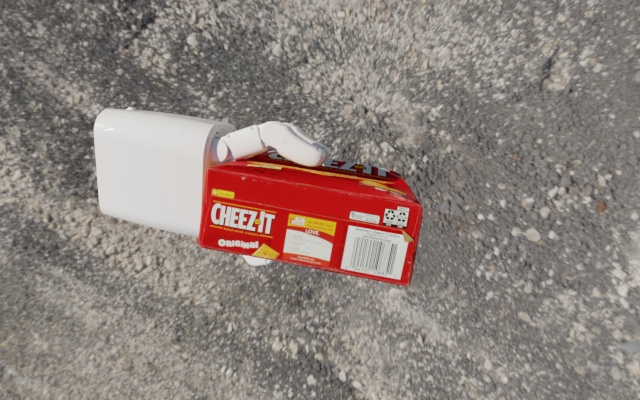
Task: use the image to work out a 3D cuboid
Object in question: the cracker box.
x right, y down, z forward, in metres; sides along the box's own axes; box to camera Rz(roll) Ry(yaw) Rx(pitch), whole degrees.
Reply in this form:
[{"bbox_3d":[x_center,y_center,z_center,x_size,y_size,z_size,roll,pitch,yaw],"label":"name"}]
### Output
[{"bbox_3d":[0.000,0.002,0.451,0.164,0.072,0.213,10,10,3],"label":"cracker box"}]
